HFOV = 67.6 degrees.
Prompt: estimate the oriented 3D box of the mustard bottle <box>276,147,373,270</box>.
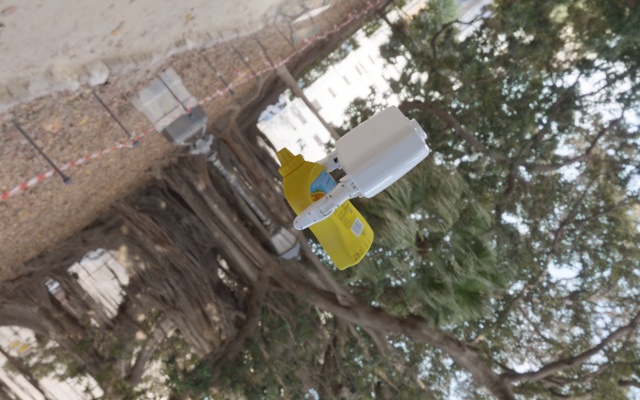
[{"bbox_3d":[0.000,0.003,0.699,0.058,0.192,0.096,-28,15,35],"label":"mustard bottle"}]
